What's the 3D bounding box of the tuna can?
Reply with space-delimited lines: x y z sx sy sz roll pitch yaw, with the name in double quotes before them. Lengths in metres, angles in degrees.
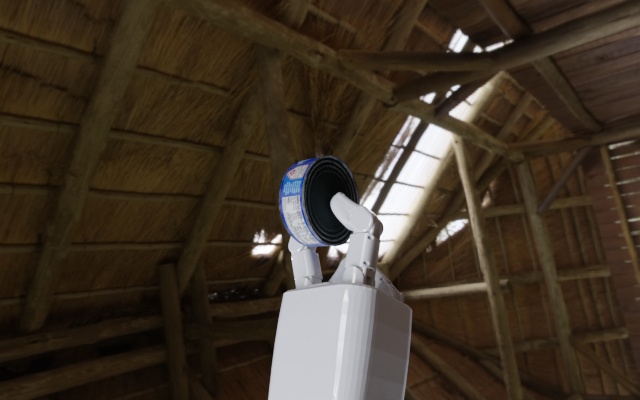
"tuna can" 0.000 0.001 0.457 0.034 0.086 0.086 -7 -4 39
